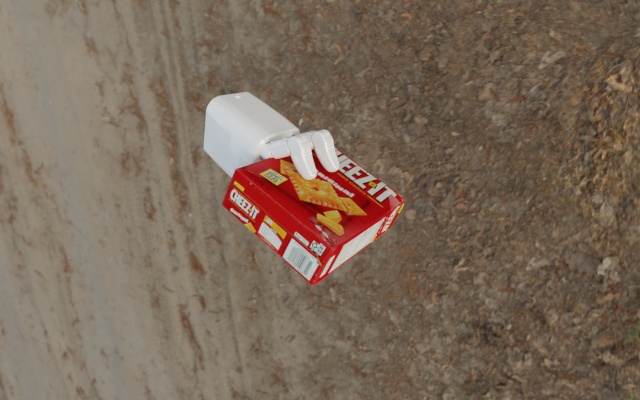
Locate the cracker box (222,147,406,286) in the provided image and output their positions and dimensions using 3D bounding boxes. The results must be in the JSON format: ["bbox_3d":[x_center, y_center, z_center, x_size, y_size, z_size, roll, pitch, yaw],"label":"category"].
[{"bbox_3d":[0.000,0.002,0.659,0.164,0.072,0.213,39,34,17],"label":"cracker box"}]
